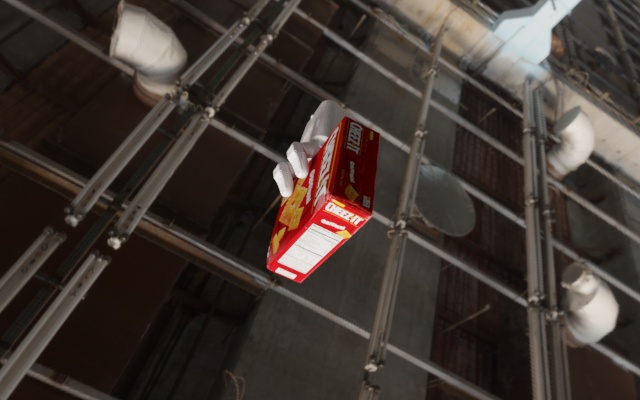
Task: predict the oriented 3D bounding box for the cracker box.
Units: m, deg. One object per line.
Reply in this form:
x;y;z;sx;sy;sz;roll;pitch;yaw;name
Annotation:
0.000;0.003;0.724;0.072;0.164;0.214;24;-42;-16;cracker box
